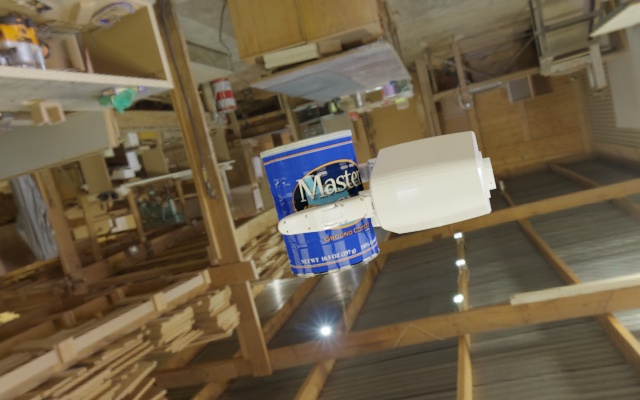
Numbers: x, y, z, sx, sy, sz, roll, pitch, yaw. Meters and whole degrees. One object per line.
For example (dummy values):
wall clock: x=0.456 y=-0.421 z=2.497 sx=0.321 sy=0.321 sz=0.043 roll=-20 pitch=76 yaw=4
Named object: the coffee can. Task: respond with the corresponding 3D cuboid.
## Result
coffee can: x=0.000 y=0.002 z=0.532 sx=0.103 sy=0.140 sz=0.103 roll=-14 pitch=5 yaw=1
